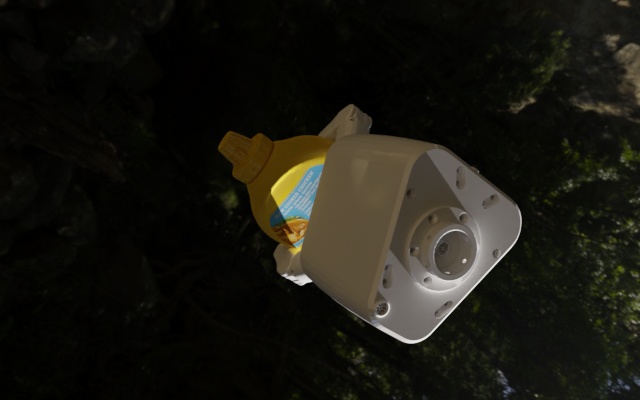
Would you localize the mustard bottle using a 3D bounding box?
[{"bbox_3d":[0.000,0.001,0.404,0.192,0.096,0.058,32,20,-23],"label":"mustard bottle"}]
